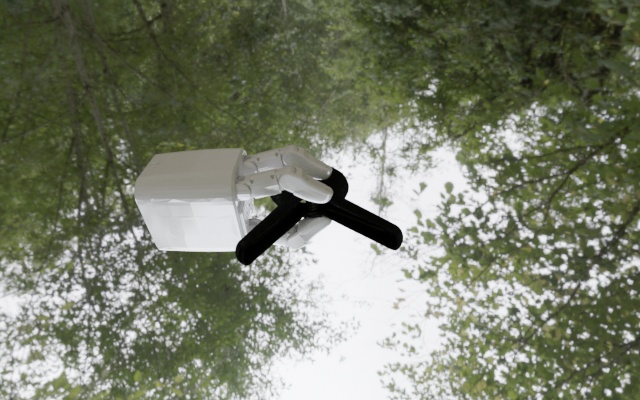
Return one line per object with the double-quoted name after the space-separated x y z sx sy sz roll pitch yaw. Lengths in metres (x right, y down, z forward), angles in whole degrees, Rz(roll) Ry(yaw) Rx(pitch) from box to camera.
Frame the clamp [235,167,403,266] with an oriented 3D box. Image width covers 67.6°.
0.000 0.002 0.541 0.164 0.036 0.209 -1 30 1 "clamp"
